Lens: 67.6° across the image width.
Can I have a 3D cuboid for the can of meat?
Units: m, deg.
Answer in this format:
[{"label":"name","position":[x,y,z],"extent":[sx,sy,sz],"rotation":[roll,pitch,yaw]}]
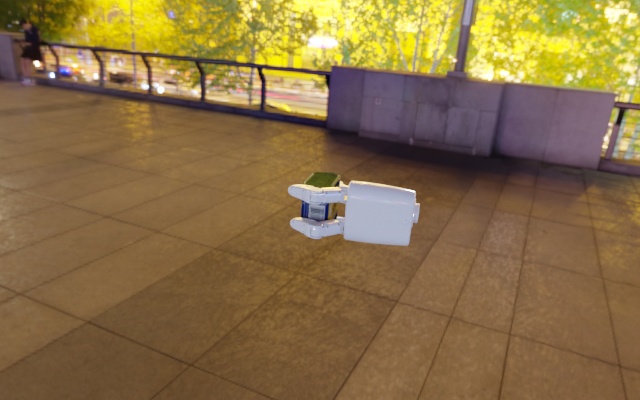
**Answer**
[{"label":"can of meat","position":[0.000,0.002,0.818],"extent":[0.057,0.084,0.102],"rotation":[8,20,11]}]
